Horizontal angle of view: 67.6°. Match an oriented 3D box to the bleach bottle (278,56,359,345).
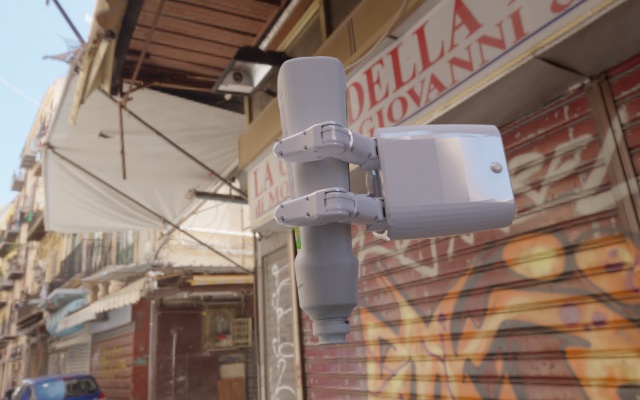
[{"bbox_3d":[0.000,0.001,0.437,0.068,0.250,0.103,-4,-18,-3],"label":"bleach bottle"}]
